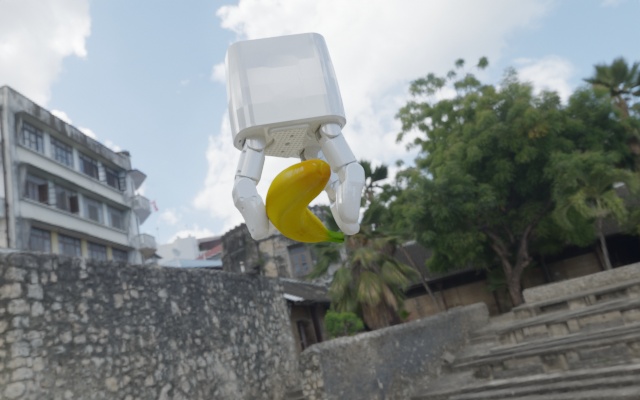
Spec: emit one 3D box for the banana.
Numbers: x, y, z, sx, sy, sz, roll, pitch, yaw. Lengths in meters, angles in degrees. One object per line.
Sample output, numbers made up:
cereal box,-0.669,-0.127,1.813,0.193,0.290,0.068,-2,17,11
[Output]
banana,-0.018,0.005,0.444,0.069,0.037,0.198,-9,-19,3
